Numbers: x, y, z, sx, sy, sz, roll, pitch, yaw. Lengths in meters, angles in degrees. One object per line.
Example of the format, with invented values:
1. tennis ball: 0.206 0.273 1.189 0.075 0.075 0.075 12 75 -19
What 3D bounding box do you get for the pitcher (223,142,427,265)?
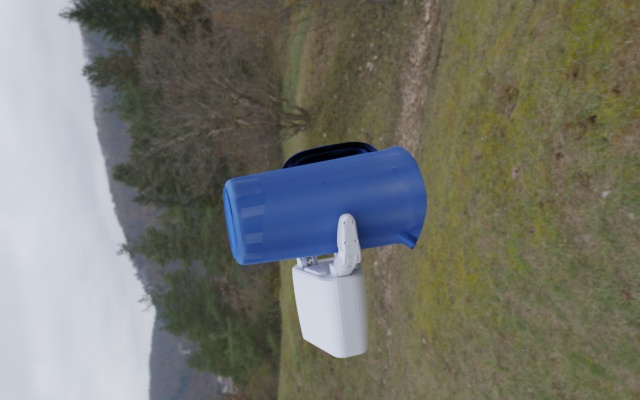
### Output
1. pitcher: 0.000 0.002 0.625 0.243 0.145 0.149 -9 8 -16
